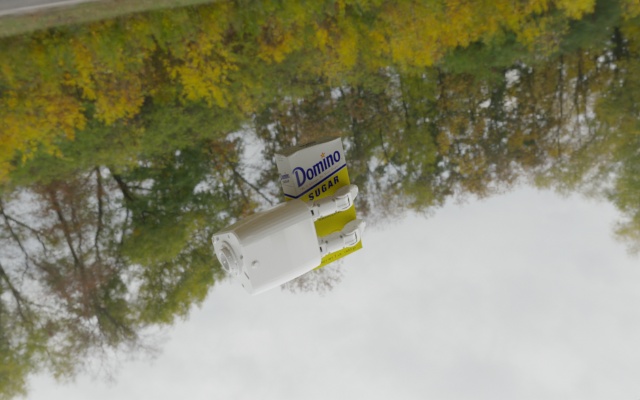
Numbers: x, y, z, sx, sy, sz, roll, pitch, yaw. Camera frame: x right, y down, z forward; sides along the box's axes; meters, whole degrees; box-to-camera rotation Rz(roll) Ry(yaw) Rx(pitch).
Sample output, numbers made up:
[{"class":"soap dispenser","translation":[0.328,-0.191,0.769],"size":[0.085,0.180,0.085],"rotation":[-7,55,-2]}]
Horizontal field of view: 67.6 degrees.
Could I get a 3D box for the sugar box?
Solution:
[{"class":"sugar box","translation":[0.000,0.003,0.694],"size":[0.093,0.176,0.048],"rotation":[-23,22,-27]}]
